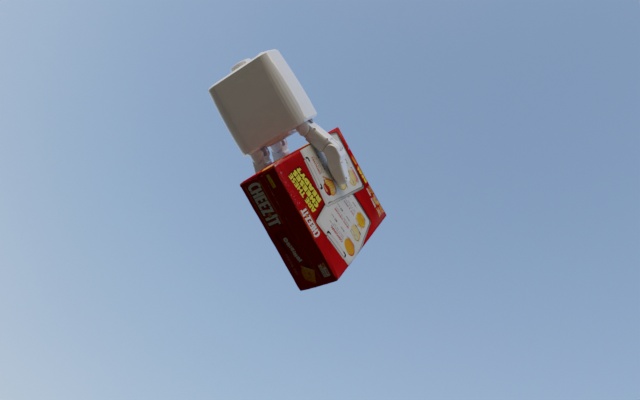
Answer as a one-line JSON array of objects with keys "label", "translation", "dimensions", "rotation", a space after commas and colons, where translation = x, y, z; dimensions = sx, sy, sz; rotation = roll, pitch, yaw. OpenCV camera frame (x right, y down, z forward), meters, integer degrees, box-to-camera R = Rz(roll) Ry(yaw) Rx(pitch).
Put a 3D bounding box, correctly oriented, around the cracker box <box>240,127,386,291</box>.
[{"label": "cracker box", "translation": [0.000, 0.002, 0.679], "dimensions": [0.072, 0.164, 0.213], "rotation": [-24, 9, 31]}]
